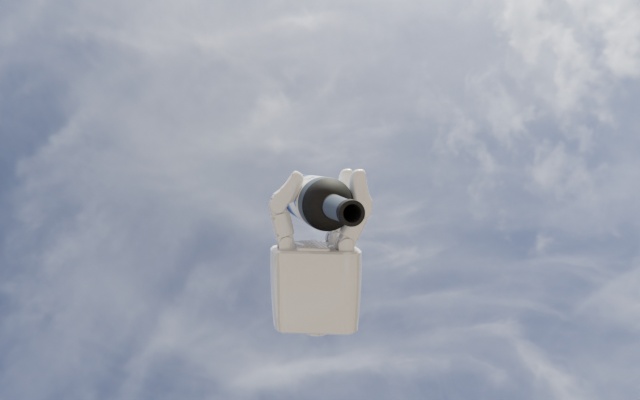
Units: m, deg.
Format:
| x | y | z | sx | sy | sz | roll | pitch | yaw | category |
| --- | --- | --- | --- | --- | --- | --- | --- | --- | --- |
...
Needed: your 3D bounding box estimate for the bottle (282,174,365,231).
| x | y | z | sx | sy | sz | roll | pitch | yaw | category |
| --- | --- | --- | --- | --- | --- | --- | --- | --- | --- |
| 0.000 | 0.002 | 0.620 | 0.069 | 0.069 | 0.295 | 0 | 4 | -13 | bottle |
